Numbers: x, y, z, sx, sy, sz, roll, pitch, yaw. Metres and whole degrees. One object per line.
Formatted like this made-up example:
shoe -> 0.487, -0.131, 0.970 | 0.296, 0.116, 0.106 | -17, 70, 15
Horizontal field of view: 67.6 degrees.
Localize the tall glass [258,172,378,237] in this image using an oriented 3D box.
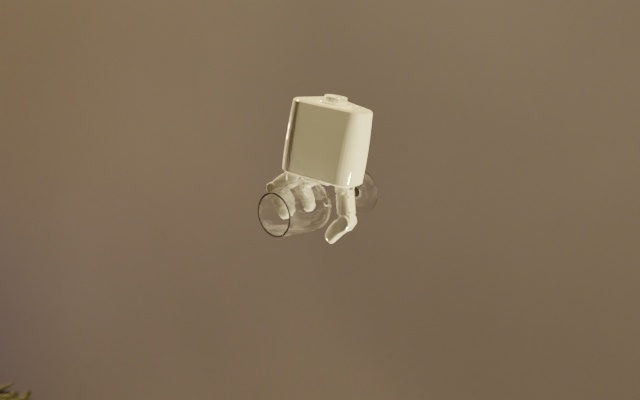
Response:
tall glass -> 0.001, 0.002, 0.716 | 0.079, 0.079, 0.201 | 0, 10, 41
